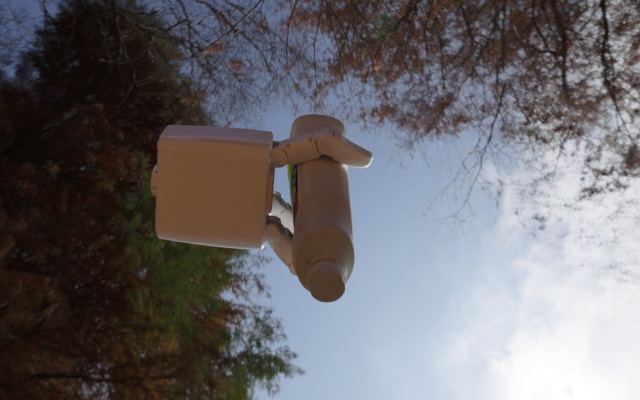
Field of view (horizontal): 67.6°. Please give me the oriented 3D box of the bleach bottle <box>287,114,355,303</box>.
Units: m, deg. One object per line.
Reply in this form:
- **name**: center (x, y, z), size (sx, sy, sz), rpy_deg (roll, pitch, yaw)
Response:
- **bleach bottle**: center (0.000, 0.002, 0.478), size (0.068, 0.103, 0.250), rpy_deg (5, 28, -6)
